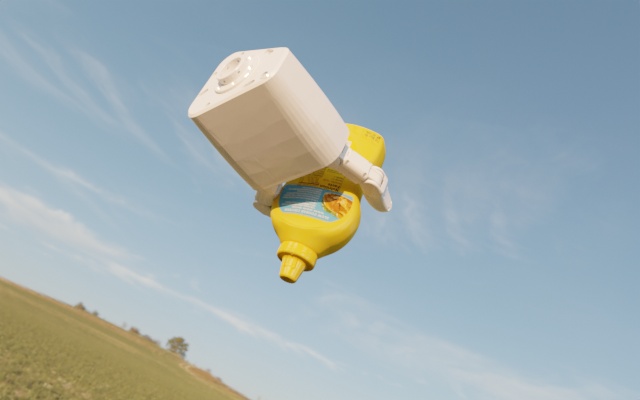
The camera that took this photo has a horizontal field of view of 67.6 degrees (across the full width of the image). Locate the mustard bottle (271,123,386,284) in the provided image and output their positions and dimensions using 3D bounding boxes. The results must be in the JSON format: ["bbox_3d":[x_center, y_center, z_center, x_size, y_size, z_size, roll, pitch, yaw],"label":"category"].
[{"bbox_3d":[0.000,0.002,0.517,0.096,0.191,0.058,12,-32,19],"label":"mustard bottle"}]
